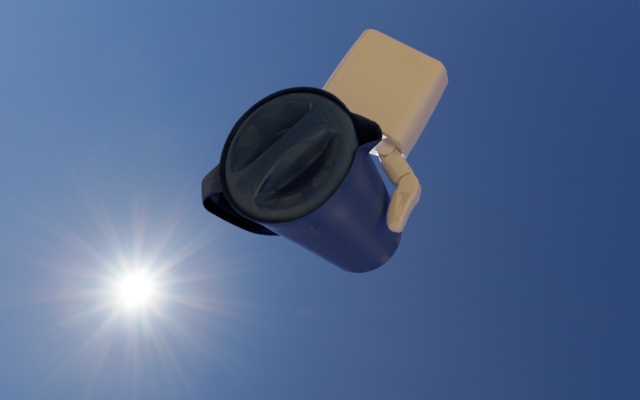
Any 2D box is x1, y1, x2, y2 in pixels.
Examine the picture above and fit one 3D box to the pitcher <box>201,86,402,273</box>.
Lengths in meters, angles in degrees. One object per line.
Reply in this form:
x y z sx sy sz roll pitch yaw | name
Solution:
0.000 0.002 0.515 0.149 0.145 0.243 28 -9 30 | pitcher
